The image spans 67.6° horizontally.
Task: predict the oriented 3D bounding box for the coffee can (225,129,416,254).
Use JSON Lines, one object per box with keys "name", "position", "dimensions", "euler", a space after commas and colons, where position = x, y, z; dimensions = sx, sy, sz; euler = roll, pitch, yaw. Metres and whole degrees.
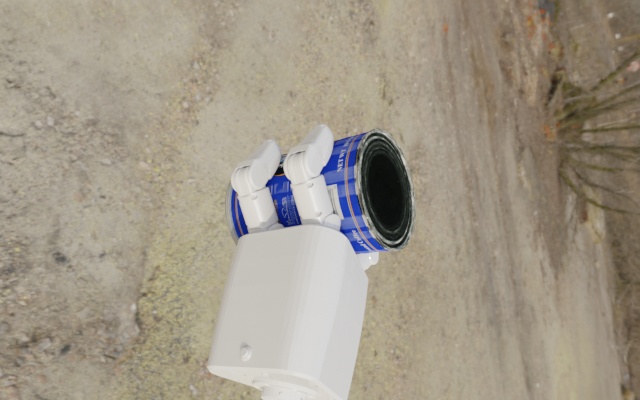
{"name": "coffee can", "position": [0.000, 0.001, 0.432], "dimensions": [0.140, 0.103, 0.103], "euler": [-11, -6, 34]}
